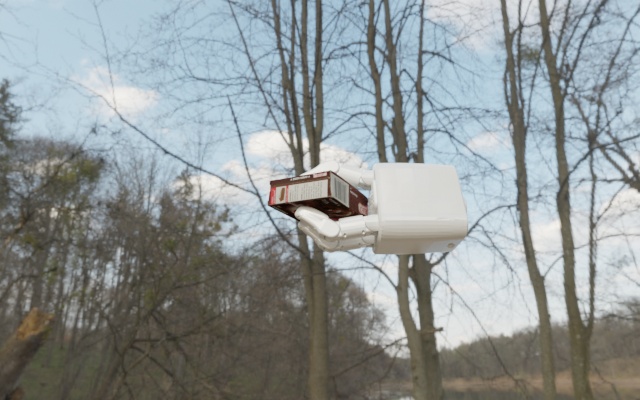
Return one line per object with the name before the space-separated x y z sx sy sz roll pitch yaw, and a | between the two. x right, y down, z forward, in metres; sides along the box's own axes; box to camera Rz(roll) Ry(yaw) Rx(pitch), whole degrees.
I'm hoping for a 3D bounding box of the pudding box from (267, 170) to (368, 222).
pudding box | 0.000 0.002 0.614 0.090 0.039 0.113 -9 -23 27
